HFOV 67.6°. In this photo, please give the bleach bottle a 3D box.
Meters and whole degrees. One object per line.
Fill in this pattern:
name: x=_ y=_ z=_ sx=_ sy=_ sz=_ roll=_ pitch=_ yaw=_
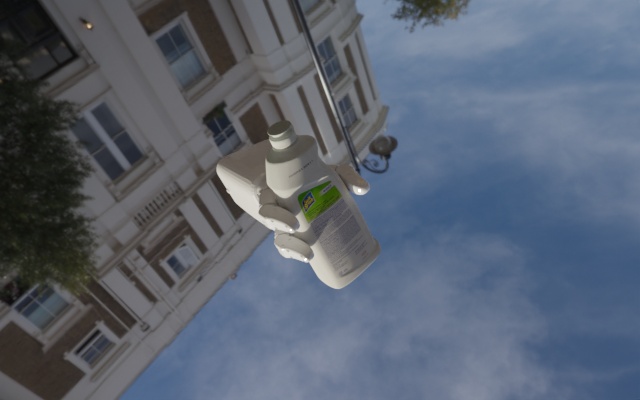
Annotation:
bleach bottle: x=0.000 y=0.002 z=0.618 sx=0.102 sy=0.251 sz=0.068 roll=-41 pitch=41 yaw=-20
